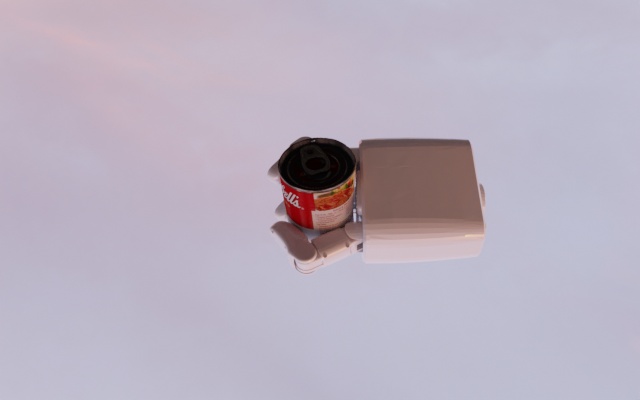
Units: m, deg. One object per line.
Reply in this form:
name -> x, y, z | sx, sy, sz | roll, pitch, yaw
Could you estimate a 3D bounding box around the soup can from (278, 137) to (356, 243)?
soup can -> 0.000, 0.002, 0.447 | 0.068, 0.068, 0.102 | 0, -42, 5
